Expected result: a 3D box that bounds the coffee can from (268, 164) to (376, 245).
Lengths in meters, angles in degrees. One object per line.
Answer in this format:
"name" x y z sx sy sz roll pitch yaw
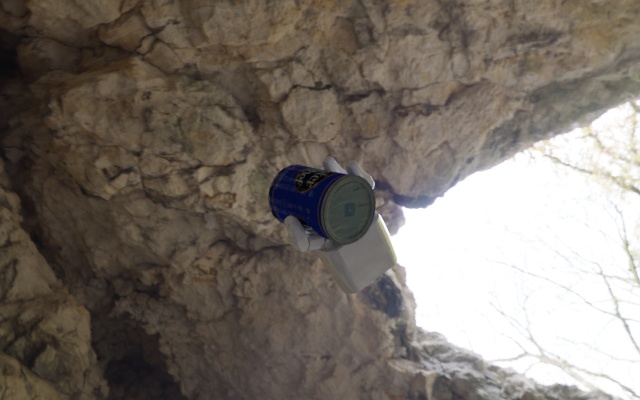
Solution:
"coffee can" 0.000 0.002 0.739 0.103 0.103 0.140 0 10 -40
